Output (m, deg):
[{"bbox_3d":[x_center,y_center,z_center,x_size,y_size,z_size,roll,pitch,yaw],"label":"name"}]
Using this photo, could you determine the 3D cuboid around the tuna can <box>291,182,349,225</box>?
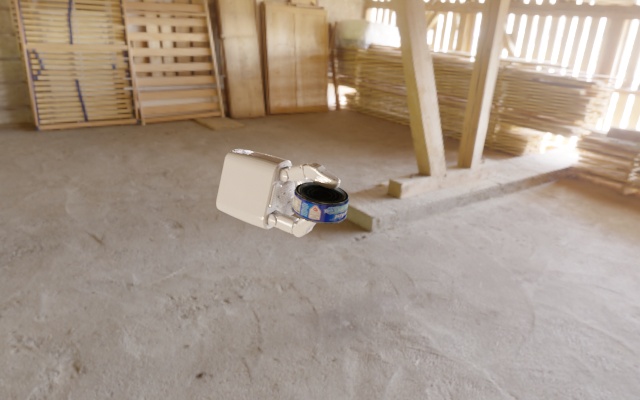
[{"bbox_3d":[0.000,0.002,0.727,0.086,0.034,0.086,8,23,-4],"label":"tuna can"}]
